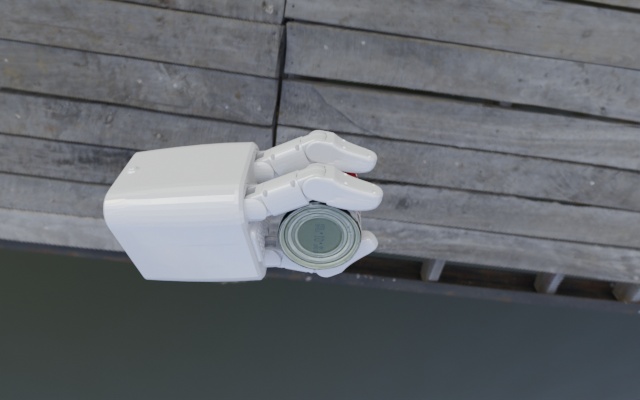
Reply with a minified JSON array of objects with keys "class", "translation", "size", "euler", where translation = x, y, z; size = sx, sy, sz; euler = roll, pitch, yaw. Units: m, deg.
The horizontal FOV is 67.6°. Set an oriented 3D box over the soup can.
[{"class":"soup can","translation":[0.001,0.002,0.411],"size":[0.068,0.068,0.102],"euler":[0,34,2]}]
